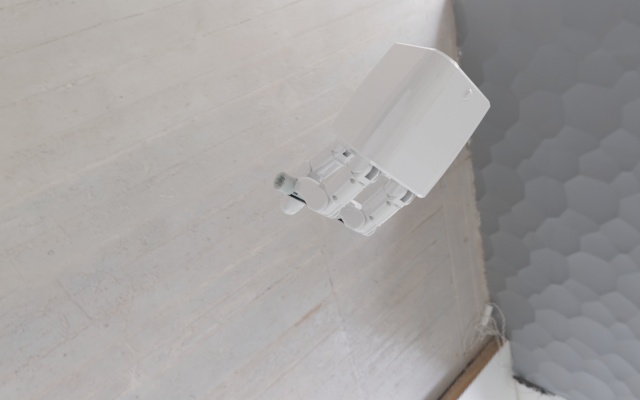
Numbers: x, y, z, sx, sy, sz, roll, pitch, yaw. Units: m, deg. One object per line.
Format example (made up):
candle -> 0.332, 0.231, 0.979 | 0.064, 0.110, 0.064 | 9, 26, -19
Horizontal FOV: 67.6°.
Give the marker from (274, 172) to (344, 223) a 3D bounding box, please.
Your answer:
marker -> 0.000, 0.002, 0.504 | 0.020, 0.020, 0.121 | 0, -21, 45
